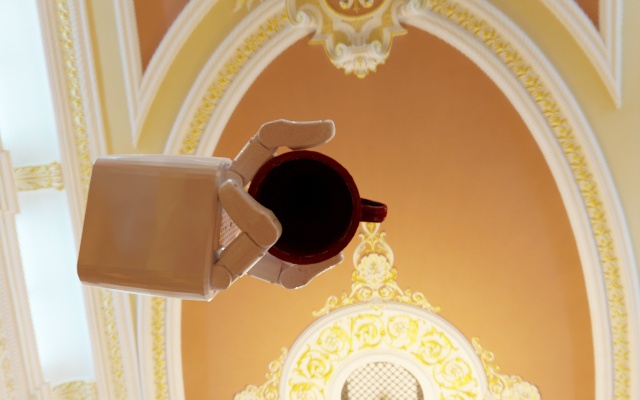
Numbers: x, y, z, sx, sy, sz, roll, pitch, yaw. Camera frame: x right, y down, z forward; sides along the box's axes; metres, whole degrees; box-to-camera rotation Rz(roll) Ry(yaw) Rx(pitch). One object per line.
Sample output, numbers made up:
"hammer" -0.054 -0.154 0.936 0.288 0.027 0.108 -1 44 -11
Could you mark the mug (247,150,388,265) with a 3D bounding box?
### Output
"mug" 0.002 0.001 0.418 0.117 0.093 0.081 5 9 2
